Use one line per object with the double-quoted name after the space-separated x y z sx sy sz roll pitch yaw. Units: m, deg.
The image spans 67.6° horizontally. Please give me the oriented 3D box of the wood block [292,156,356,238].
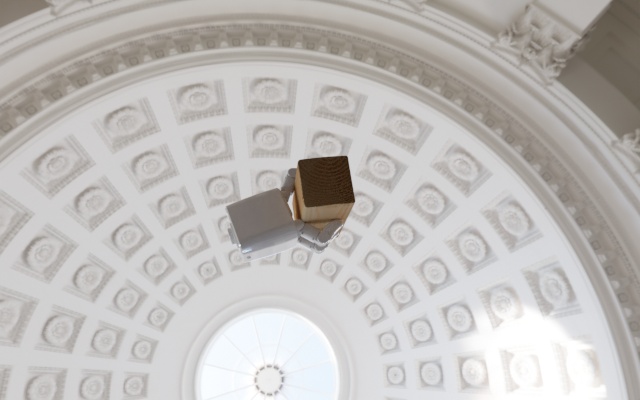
0.000 0.003 0.899 0.090 0.090 0.206 -6 -20 -9 "wood block"
